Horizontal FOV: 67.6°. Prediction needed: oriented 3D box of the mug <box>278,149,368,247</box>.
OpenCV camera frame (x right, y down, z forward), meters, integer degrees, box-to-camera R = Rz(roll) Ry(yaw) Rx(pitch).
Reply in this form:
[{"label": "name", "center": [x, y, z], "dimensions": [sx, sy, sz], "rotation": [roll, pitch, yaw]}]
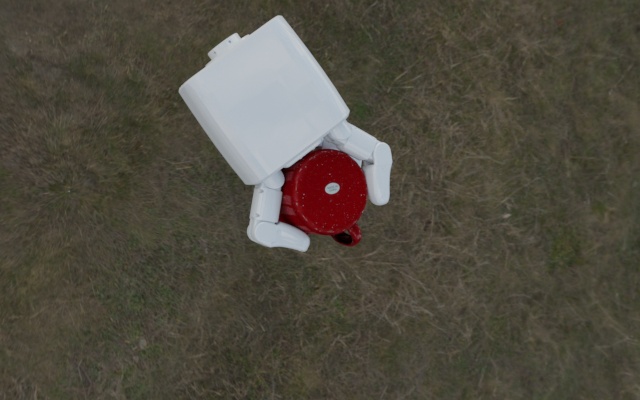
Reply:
[{"label": "mug", "center": [0.001, 0.003, 0.480], "dimensions": [0.093, 0.117, 0.081], "rotation": [-42, 17, -21]}]
